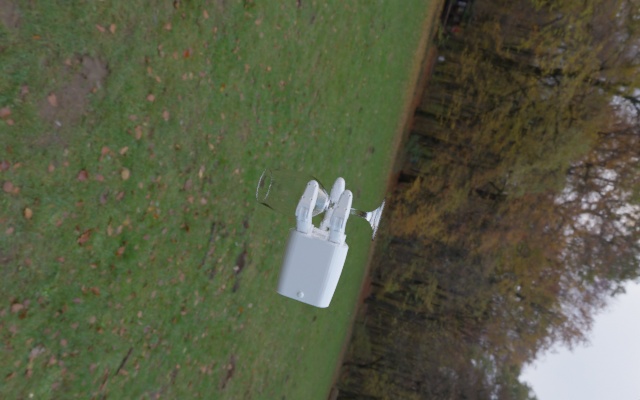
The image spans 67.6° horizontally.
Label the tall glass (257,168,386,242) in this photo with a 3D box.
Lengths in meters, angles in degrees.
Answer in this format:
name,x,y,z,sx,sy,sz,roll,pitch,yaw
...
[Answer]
name,x,y,z,sx,sy,sz,roll,pitch,yaw
tall glass,0.001,0.003,0.778,0.201,0.079,0.079,17,3,9
